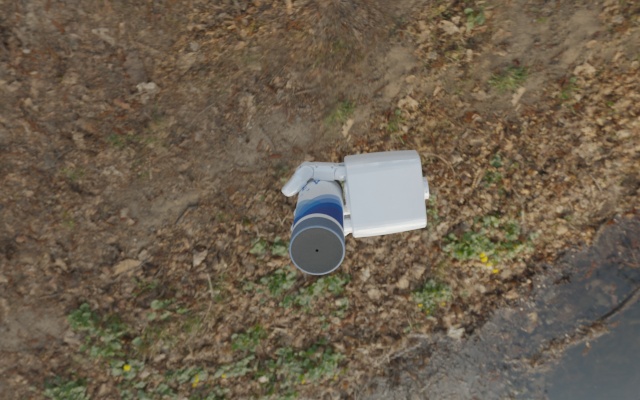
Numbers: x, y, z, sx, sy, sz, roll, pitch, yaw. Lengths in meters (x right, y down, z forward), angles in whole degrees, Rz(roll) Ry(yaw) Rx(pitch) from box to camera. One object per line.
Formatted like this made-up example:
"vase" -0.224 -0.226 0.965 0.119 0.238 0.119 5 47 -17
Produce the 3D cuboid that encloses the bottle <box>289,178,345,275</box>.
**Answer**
"bottle" 0.000 0.002 0.696 0.069 0.069 0.295 0 23 2
